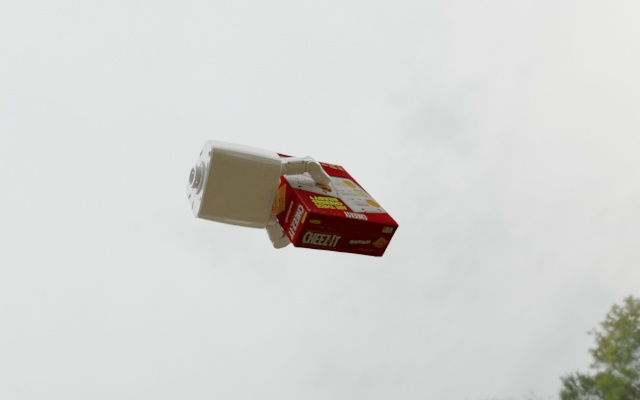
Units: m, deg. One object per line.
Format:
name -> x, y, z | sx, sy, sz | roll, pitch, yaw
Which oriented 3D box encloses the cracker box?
cracker box -> 0.000, 0.002, 0.781 | 0.164, 0.072, 0.213 | 9, 25, -30
